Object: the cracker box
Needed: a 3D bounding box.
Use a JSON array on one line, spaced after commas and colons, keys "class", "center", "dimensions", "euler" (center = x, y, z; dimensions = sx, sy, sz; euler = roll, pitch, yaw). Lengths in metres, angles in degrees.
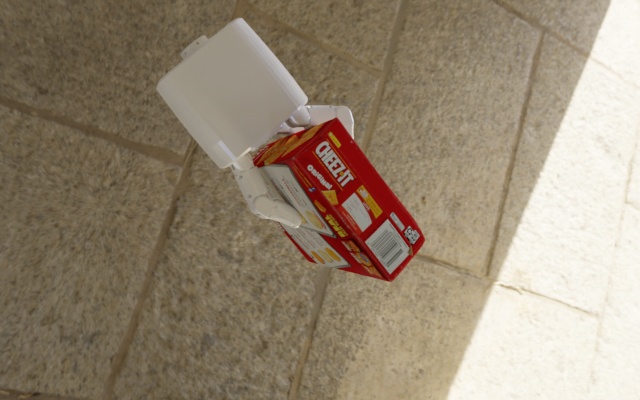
[{"class": "cracker box", "center": [0.000, 0.002, 0.558], "dimensions": [0.072, 0.164, 0.213], "euler": [-44, 16, -19]}]
